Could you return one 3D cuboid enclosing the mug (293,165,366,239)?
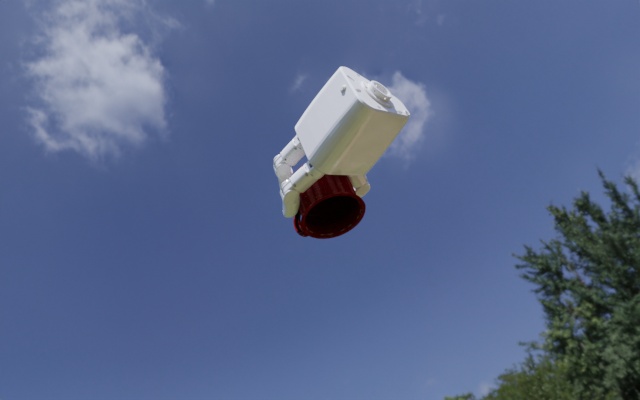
[{"bbox_3d":[-0.001,0.003,0.685,0.093,0.081,0.117,17,-53,-36],"label":"mug"}]
